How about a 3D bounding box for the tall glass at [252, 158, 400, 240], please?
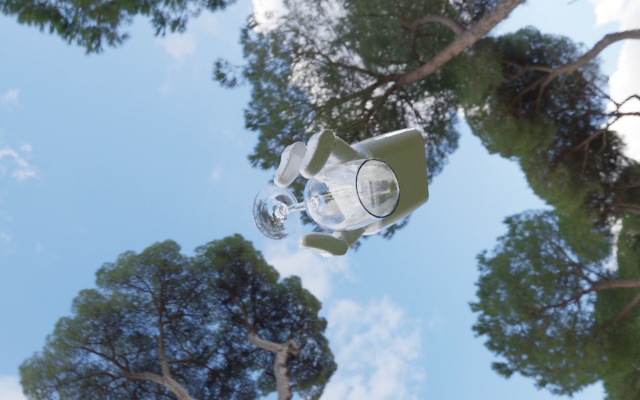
[{"bbox_3d":[0.000,0.002,0.561,0.079,0.079,0.201,0,-8,-37],"label":"tall glass"}]
